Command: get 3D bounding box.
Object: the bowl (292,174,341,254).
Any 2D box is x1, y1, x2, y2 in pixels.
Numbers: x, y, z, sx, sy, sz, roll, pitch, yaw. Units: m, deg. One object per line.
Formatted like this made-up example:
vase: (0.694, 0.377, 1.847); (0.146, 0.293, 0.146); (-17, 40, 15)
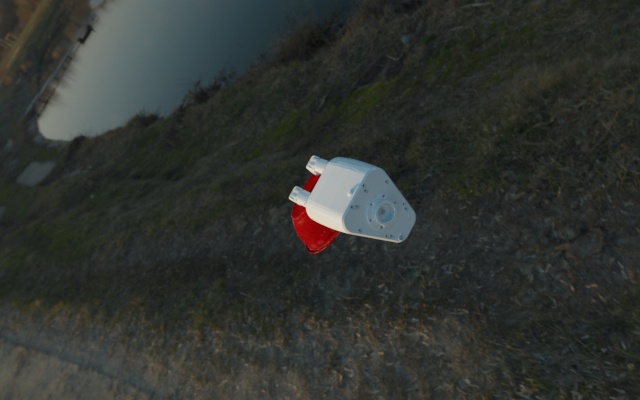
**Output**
bowl: (-0.001, 0.003, 0.780); (0.055, 0.162, 0.162); (30, -10, -18)
